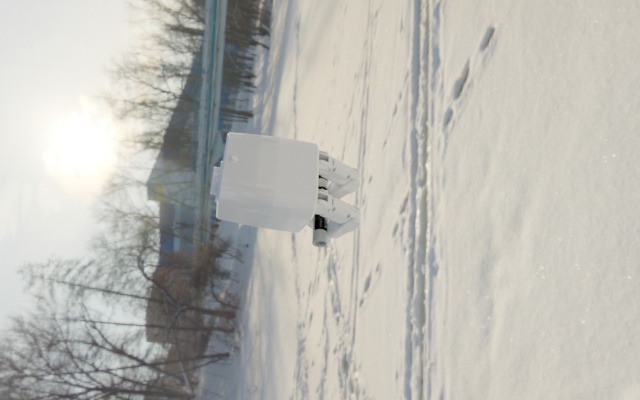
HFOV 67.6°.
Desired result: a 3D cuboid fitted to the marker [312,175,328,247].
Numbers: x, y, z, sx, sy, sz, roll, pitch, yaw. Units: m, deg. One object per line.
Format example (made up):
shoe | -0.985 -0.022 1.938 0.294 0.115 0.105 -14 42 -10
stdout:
marker | 0.000 0.002 0.606 0.020 0.121 0.020 1 -34 1
